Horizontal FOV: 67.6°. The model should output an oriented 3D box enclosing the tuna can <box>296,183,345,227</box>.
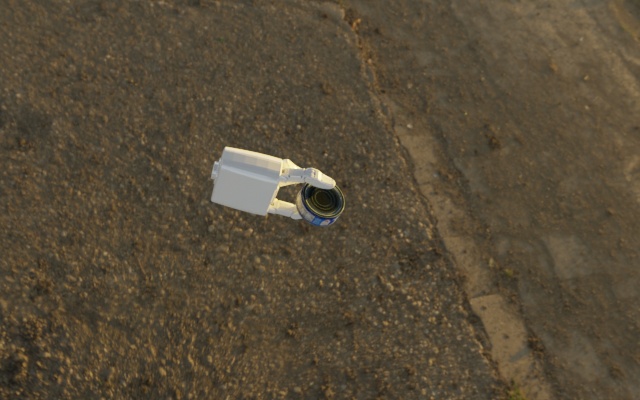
[{"bbox_3d":[0.000,0.003,0.871,0.086,0.086,0.034,0,-29,-25],"label":"tuna can"}]
